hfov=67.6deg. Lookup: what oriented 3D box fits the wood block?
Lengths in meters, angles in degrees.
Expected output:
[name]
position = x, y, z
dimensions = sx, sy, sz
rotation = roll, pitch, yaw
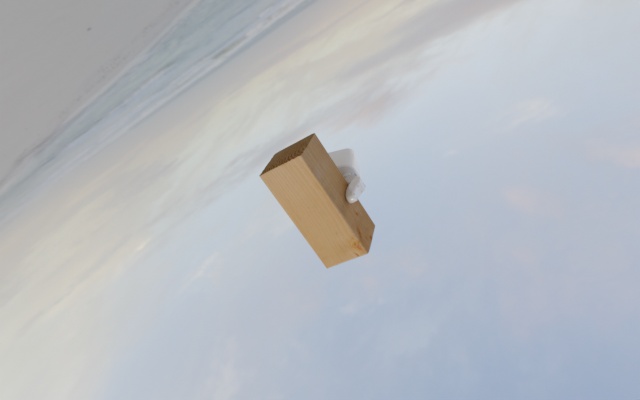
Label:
[wood block]
position = 0.001, 0.002, 0.821
dimensions = 0.091, 0.206, 0.090
rotation = -24, 22, 28
